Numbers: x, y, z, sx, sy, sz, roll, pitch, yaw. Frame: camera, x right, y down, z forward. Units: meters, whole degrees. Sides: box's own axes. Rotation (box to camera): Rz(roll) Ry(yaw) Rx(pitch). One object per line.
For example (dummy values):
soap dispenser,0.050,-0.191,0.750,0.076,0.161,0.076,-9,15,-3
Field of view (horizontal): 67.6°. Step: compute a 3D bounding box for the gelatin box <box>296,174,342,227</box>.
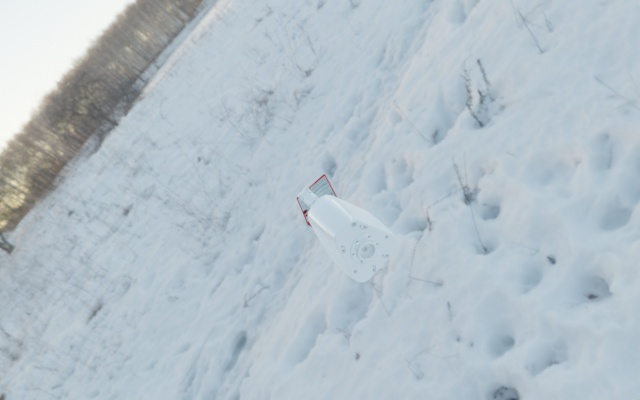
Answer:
gelatin box,0.000,0.002,0.876,0.030,0.073,0.089,41,13,-35
